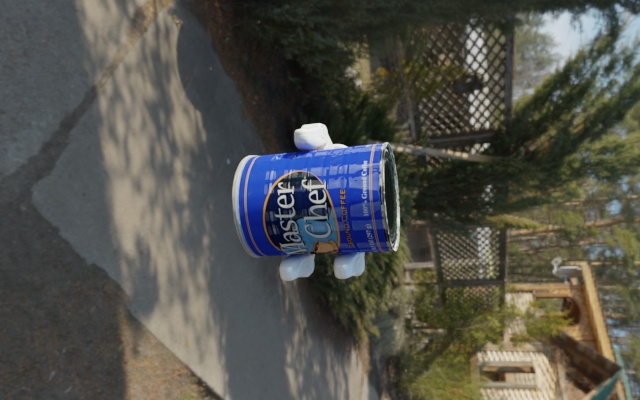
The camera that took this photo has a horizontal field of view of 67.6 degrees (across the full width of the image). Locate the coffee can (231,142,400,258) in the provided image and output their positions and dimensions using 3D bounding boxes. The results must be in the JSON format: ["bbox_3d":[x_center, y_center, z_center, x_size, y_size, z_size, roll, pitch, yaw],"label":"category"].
[{"bbox_3d":[0.000,0.001,0.462,0.140,0.103,0.103,-4,-1,16],"label":"coffee can"}]
